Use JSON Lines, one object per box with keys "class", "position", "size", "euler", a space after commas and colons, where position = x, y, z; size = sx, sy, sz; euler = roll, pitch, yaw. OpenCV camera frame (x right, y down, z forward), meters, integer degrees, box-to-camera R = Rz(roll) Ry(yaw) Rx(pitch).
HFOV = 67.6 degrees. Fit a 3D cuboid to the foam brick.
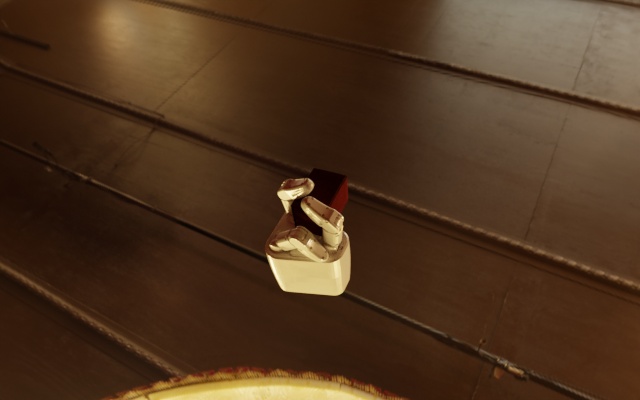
{"class": "foam brick", "position": [0.000, 0.002, 0.673], "size": [0.053, 0.078, 0.051], "euler": [17, -35, 20]}
